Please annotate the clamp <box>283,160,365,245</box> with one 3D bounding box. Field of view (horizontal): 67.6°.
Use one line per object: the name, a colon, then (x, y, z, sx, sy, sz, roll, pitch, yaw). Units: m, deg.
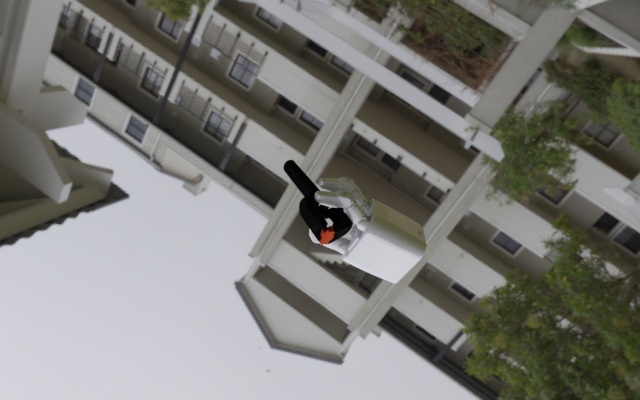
clamp: (0.000, 0.004, 0.809, 0.164, 0.036, 0.210, 26, 25, -6)
